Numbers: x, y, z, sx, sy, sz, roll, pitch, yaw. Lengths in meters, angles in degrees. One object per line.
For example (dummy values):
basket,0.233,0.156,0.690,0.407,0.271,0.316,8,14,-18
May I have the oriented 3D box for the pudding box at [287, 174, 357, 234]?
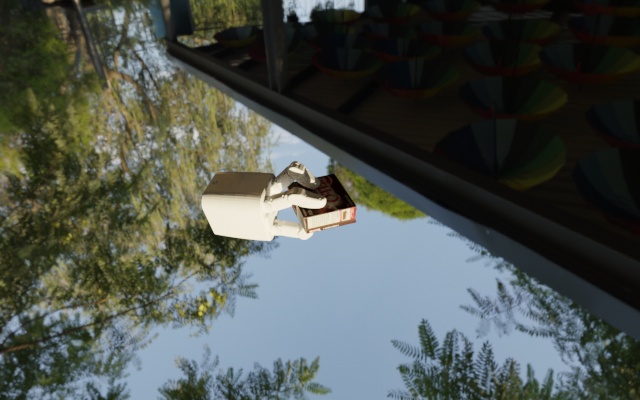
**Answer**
pudding box,0.000,0.003,0.804,0.090,0.039,0.113,-13,38,-13
